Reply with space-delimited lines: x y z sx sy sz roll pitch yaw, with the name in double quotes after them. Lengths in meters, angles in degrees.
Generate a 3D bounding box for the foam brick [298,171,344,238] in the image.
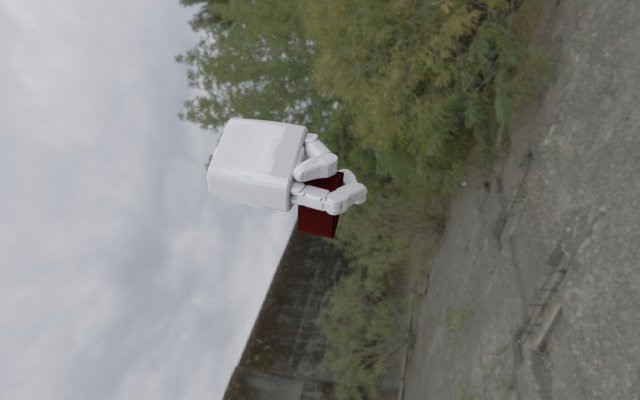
0.000 0.002 0.640 0.051 0.078 0.053 9 41 7 "foam brick"
